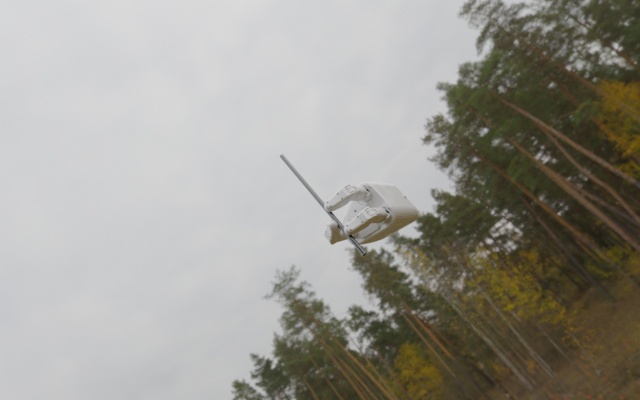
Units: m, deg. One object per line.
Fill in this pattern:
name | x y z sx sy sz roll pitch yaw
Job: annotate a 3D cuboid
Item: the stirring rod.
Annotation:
stirring rod | 0.000 0.003 0.815 0.239 0.011 0.011 50 26 24
